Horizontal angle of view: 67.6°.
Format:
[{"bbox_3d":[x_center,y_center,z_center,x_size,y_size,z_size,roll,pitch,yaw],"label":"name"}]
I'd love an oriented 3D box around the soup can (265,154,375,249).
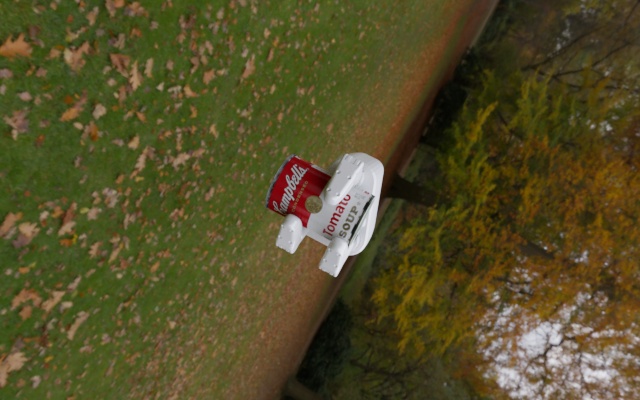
[{"bbox_3d":[0.000,0.002,0.523,0.102,0.068,0.068,27,4,8],"label":"soup can"}]
